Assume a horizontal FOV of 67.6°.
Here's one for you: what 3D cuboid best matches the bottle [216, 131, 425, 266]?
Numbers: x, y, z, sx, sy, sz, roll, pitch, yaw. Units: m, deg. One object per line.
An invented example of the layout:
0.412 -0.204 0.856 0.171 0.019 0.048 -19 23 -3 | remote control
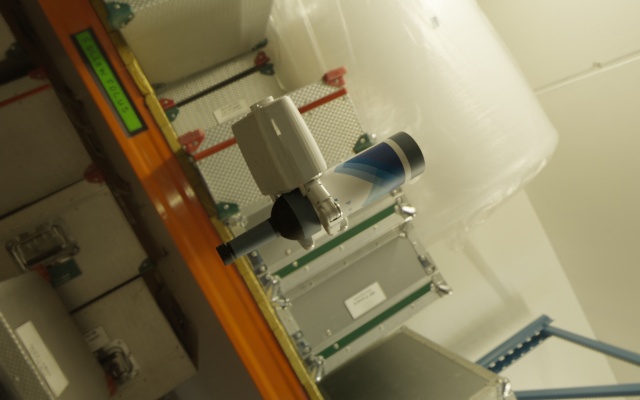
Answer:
0.000 0.002 0.632 0.295 0.069 0.069 -29 7 -13 | bottle
